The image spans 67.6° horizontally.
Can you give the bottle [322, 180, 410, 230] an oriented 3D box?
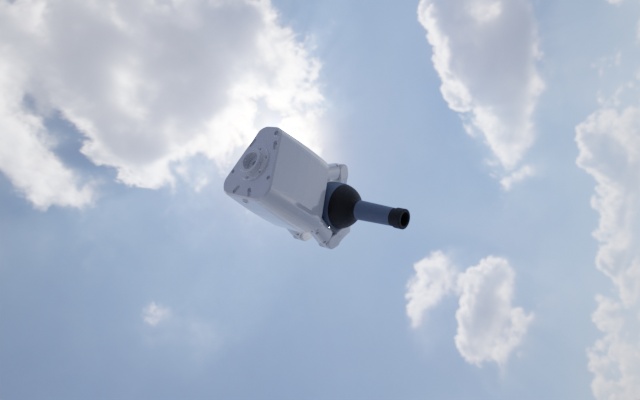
[{"bbox_3d":[0.000,0.002,0.709,0.295,0.069,0.069,11,8,42],"label":"bottle"}]
